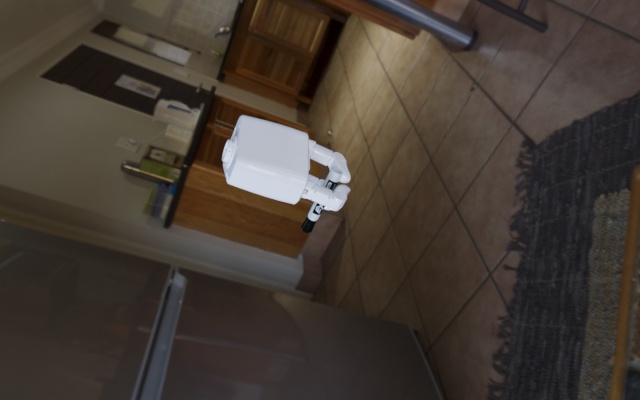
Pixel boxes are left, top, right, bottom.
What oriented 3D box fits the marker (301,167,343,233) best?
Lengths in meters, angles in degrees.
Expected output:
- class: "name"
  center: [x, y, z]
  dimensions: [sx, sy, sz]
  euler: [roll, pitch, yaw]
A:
- class: "marker"
  center: [0.000, 0.002, 0.726]
  dimensions: [0.020, 0.121, 0.020]
  euler: [20, 31, -13]
